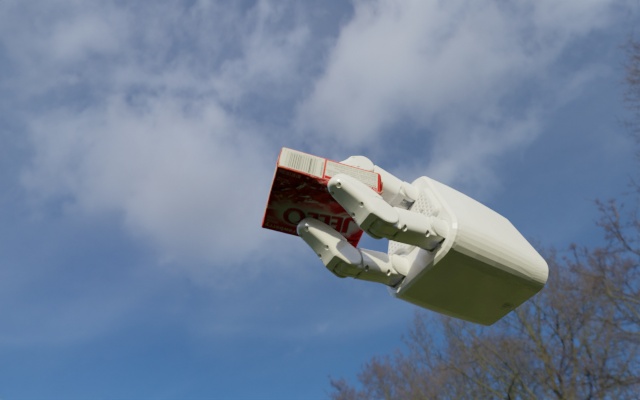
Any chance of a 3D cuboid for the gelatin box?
[{"bbox_3d":[0.000,0.001,0.410,0.089,0.073,0.030,15,42,-5],"label":"gelatin box"}]
